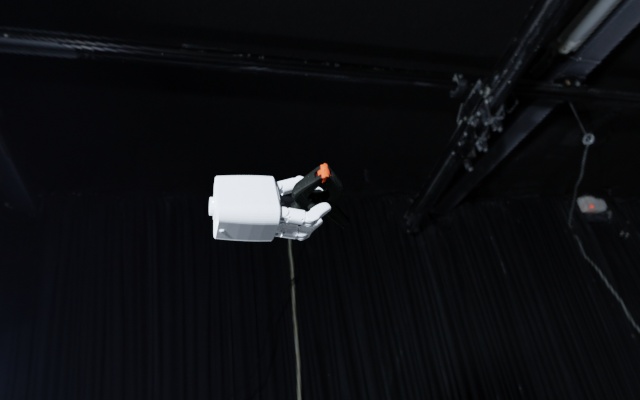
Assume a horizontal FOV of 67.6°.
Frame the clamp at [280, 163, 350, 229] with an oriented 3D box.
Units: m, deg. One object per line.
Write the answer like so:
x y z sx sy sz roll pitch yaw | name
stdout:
0.000 0.002 0.889 0.164 0.036 0.210 2 -31 -17 | clamp
